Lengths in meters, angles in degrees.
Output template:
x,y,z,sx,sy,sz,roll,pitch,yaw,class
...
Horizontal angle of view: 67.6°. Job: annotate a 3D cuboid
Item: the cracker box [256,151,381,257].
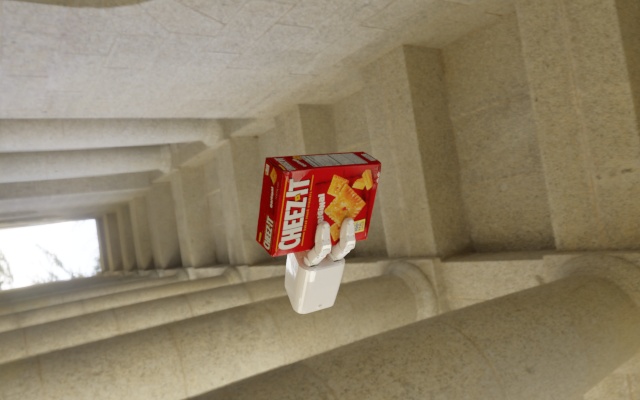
x,y,z,sx,sy,sz,roll,pitch,yaw,class
0.000,0.003,0.866,0.213,0.164,0.072,-7,29,-34,cracker box
